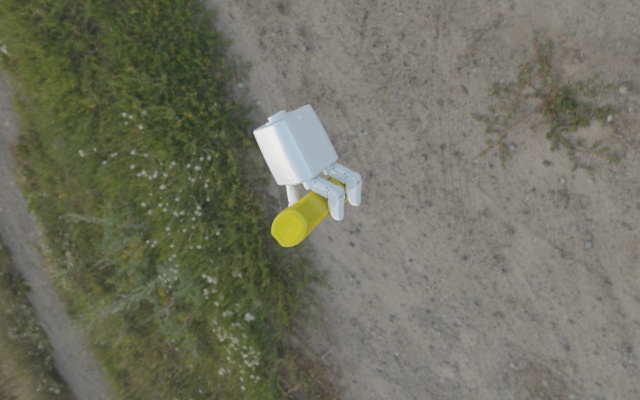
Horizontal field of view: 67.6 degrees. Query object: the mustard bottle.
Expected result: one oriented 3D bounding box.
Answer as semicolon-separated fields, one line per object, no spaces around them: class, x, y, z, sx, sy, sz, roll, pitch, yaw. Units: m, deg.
mustard bottle;0.000;0.003;0.837;0.191;0.058;0.096;-40;-5;-43
